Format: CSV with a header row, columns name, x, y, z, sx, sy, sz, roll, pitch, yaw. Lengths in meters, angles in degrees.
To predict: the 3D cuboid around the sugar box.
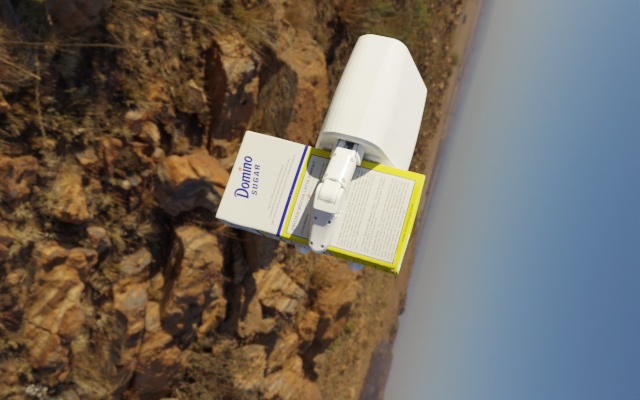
name,x,y,z,sx,sy,sz,roll,pitch,yaw
sugar box,0.000,0.002,0.454,0.176,0.093,0.048,16,-11,13
